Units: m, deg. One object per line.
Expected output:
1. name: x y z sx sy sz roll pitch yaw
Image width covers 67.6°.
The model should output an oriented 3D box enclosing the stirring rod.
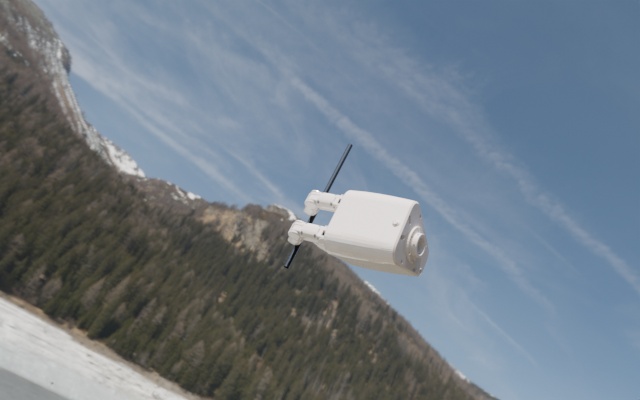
1. stirring rod: 0.000 0.003 0.755 0.011 0.239 0.011 22 -26 11
